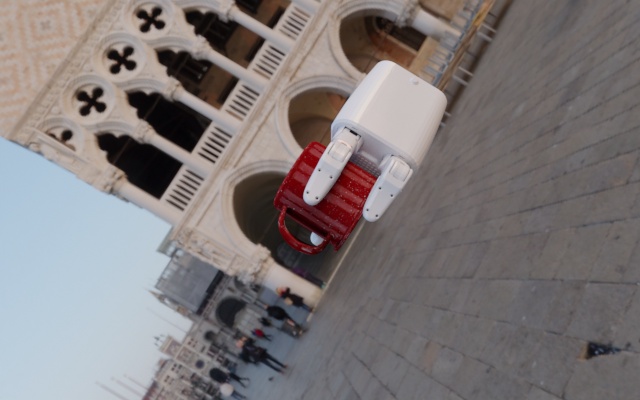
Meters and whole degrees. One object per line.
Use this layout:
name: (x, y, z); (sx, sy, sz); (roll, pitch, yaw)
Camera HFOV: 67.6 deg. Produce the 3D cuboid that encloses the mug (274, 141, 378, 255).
mug: (-0.001, 0.003, 0.485); (0.081, 0.117, 0.093); (32, -29, 1)
